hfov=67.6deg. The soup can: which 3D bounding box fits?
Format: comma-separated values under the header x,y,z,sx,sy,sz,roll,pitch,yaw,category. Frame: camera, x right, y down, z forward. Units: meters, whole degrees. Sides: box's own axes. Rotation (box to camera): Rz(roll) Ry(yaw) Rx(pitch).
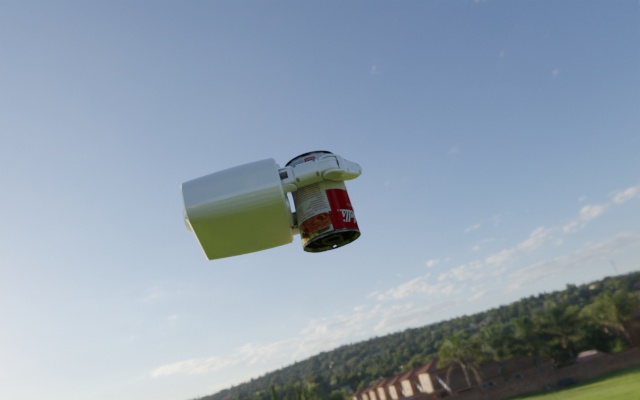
x,y,z,sx,sy,sz,roll,pitch,yaw,category
0.000,0.001,0.556,0.068,0.102,0.068,-14,-20,-5,soup can
